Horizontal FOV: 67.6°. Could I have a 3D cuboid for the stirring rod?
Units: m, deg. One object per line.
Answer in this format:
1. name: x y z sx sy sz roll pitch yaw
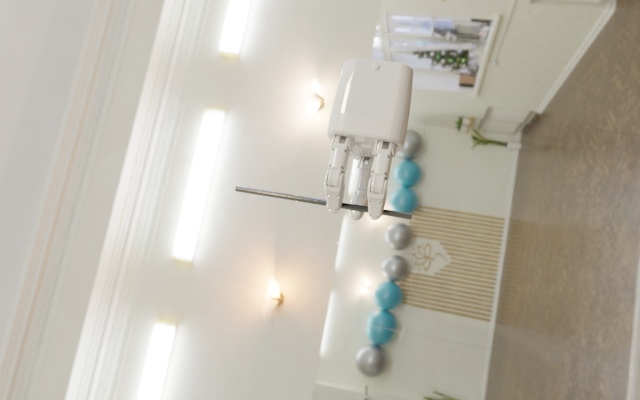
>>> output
1. stirring rod: 0.000 0.002 0.633 0.239 0.011 0.011 9 2 12
